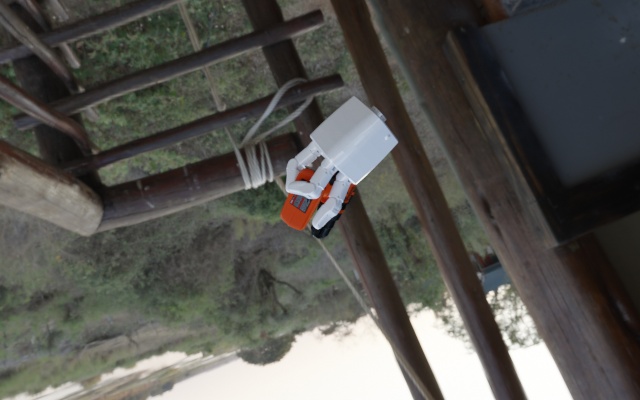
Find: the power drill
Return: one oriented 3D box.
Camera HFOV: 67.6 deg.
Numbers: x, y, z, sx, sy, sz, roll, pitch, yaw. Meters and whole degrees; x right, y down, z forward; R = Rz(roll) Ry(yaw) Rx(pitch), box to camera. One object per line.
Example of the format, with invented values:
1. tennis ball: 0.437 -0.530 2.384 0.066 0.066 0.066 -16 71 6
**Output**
1. power drill: 0.000 0.003 0.895 0.057 0.184 0.187 30 18 18
